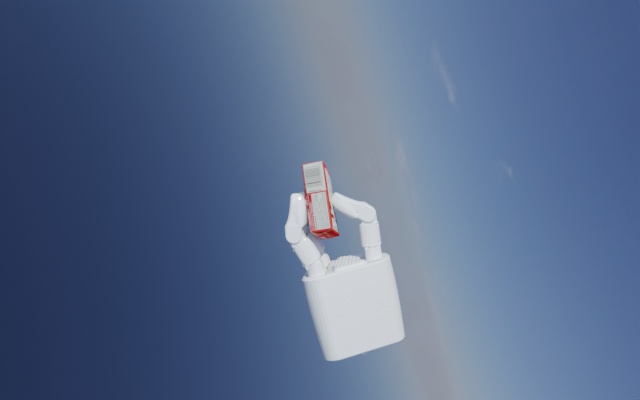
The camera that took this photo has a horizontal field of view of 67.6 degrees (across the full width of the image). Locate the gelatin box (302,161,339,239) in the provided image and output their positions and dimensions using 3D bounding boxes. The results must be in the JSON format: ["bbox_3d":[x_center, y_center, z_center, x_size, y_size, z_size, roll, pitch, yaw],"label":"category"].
[{"bbox_3d":[0.000,0.002,0.605,0.030,0.089,0.073,-9,-10,6],"label":"gelatin box"}]
